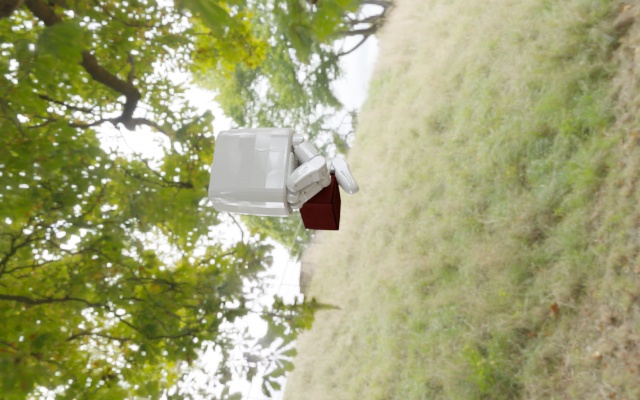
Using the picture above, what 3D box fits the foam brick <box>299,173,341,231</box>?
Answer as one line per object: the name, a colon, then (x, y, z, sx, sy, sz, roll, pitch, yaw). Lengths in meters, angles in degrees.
foam brick: (0.000, 0.002, 0.687, 0.051, 0.053, 0.078, 1, -33, 9)
